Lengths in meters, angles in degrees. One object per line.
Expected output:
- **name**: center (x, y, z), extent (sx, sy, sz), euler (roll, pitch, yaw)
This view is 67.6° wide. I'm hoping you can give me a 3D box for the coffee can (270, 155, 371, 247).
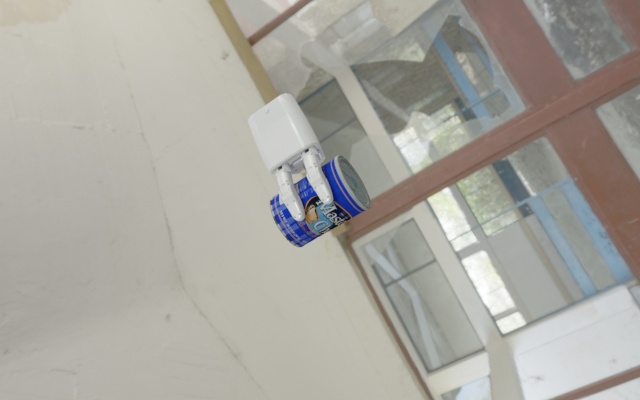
- **coffee can**: center (0.000, 0.003, 0.811), extent (0.140, 0.103, 0.103), euler (-31, -10, 18)
